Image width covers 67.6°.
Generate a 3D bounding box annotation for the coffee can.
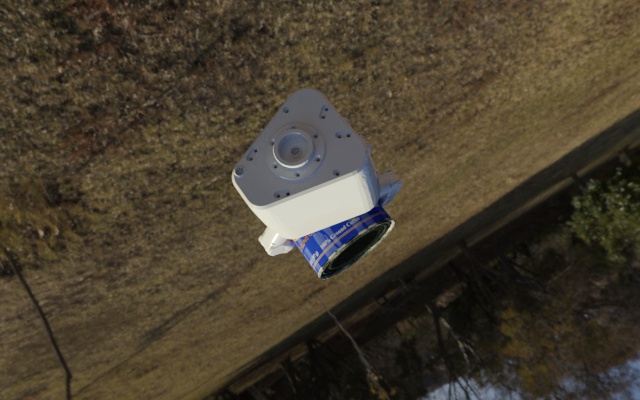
[{"bbox_3d":[0.000,0.002,0.537,0.103,0.140,0.103,-33,-19,-13],"label":"coffee can"}]
